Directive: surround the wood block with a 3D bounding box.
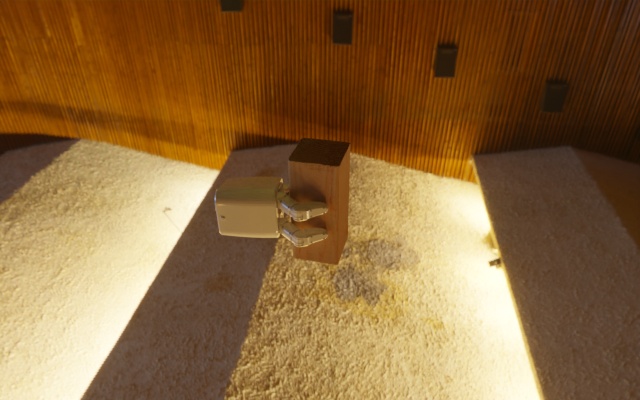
[{"bbox_3d":[0.000,0.003,0.856,0.090,0.206,0.090,7,35,12],"label":"wood block"}]
